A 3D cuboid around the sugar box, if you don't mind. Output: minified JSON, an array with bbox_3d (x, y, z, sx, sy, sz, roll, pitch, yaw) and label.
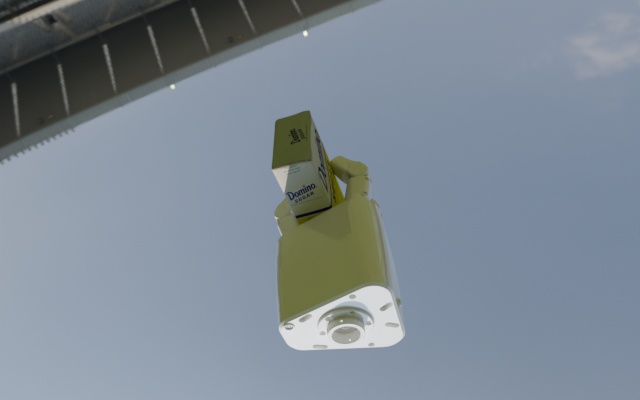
[{"bbox_3d":[0.001,0.002,0.517,0.048,0.176,0.093,-14,39,9],"label":"sugar box"}]
